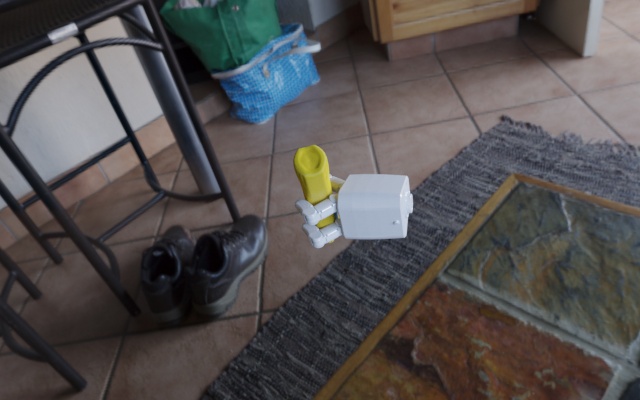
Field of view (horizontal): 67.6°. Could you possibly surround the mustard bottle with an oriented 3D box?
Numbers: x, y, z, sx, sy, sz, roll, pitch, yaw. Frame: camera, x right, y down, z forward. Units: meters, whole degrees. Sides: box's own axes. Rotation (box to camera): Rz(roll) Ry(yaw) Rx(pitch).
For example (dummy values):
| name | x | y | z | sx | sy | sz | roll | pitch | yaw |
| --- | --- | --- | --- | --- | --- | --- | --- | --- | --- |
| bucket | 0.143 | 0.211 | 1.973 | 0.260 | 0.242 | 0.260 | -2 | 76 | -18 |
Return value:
| name | x | y | z | sx | sy | sz | roll | pitch | yaw |
| --- | --- | --- | --- | --- | --- | --- | --- | --- | --- |
| mustard bottle | 0.000 | 0.003 | 0.858 | 0.058 | 0.192 | 0.096 | -16 | 38 | -2 |
